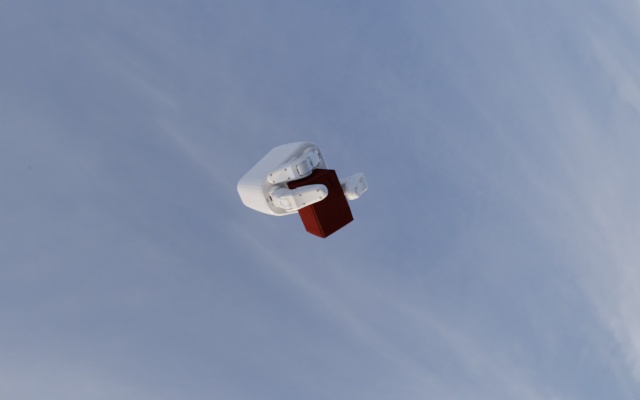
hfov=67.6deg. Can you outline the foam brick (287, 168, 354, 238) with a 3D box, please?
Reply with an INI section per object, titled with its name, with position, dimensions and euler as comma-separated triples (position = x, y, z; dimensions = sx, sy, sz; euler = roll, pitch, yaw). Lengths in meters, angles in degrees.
[foam brick]
position = 0.000, 0.002, 0.641
dimensions = 0.053, 0.078, 0.051
euler = -28, 17, -24
